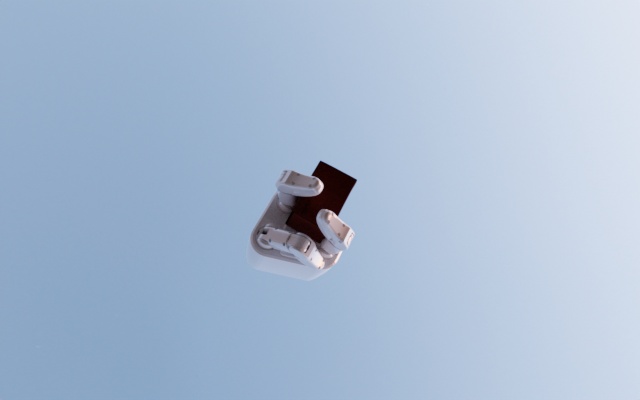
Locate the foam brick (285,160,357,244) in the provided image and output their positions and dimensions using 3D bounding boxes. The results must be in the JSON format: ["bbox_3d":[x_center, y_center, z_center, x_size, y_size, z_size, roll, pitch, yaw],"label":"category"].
[{"bbox_3d":[0.000,0.002,0.580,0.053,0.078,0.051,30,-23,-2],"label":"foam brick"}]
